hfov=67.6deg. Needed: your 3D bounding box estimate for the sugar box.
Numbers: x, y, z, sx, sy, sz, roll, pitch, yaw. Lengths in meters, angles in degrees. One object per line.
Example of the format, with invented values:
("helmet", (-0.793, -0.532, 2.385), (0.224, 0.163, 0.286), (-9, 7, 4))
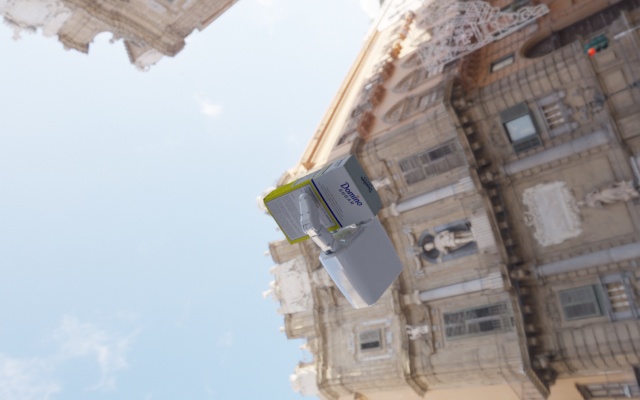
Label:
("sugar box", (0.000, 0.002, 0.744), (0.176, 0.093, 0.048), (-21, 18, 35))
